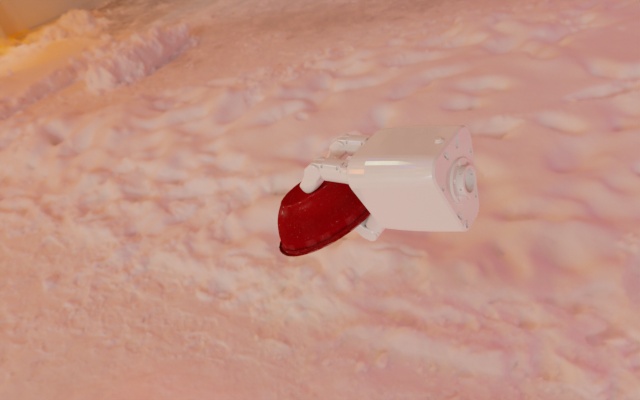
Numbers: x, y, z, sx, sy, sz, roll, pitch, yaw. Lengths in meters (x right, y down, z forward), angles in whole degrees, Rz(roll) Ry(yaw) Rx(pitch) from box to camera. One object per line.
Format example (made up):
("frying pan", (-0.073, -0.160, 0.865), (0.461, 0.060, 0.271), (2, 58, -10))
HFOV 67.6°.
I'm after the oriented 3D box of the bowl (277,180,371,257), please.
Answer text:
("bowl", (-0.001, 0.002, 0.632), (0.162, 0.055, 0.162), (-30, 17, 11))
